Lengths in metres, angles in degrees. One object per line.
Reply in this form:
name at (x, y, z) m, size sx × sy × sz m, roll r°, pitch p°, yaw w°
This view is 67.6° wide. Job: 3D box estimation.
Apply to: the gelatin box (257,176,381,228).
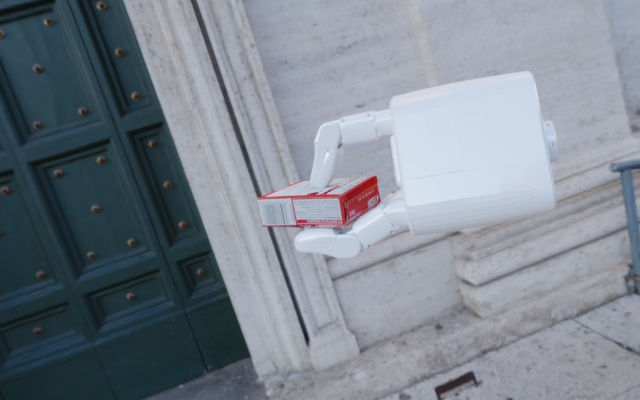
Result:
gelatin box at (0.000, 0.001, 0.434) m, size 0.089 × 0.030 × 0.073 m, roll -2°, pitch 14°, yaw 30°
